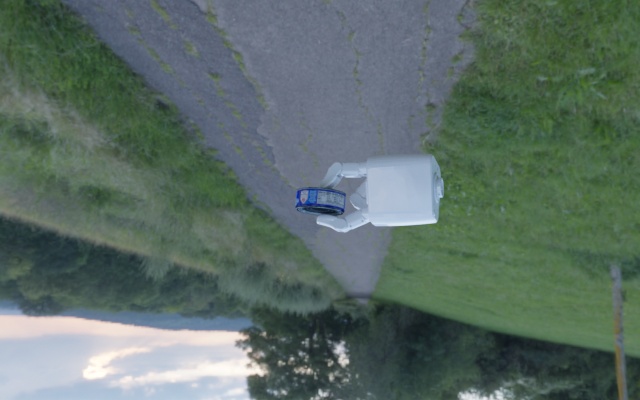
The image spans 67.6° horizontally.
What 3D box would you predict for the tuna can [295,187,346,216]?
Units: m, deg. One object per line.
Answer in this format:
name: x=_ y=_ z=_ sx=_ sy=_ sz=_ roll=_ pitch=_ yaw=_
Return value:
tuna can: x=0.000 y=0.003 z=0.813 sx=0.086 sy=0.033 sz=0.086 roll=5 pitch=-11 yaw=1
